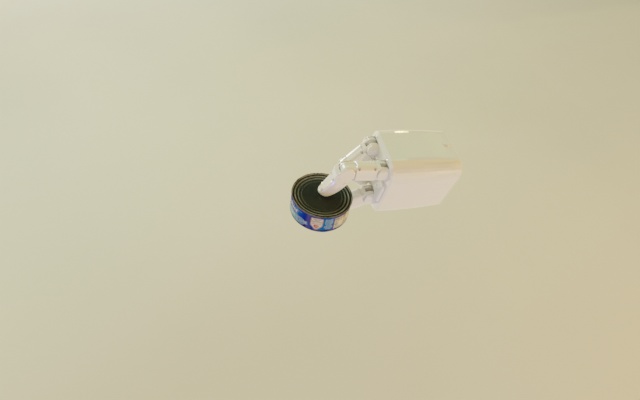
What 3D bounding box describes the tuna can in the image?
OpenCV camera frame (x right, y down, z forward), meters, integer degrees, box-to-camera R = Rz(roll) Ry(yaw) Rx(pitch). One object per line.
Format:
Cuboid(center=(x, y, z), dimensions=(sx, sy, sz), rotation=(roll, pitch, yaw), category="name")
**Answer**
Cuboid(center=(0.000, 0.003, 0.669), dimensions=(0.086, 0.086, 0.034), rotation=(0, -43, -12), category="tuna can")
